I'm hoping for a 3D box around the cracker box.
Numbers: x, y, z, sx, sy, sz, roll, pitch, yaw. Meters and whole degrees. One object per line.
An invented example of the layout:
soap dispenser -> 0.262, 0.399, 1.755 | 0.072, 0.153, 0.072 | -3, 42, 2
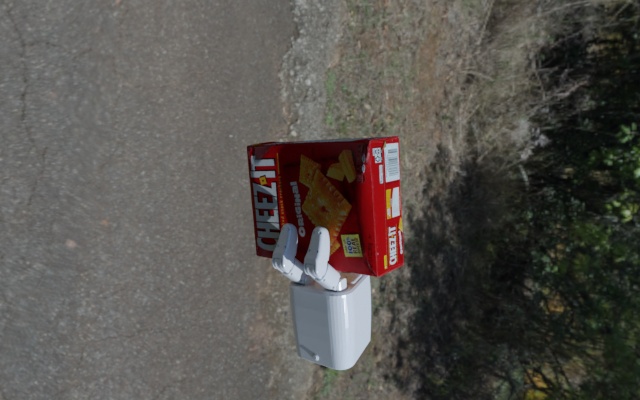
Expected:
cracker box -> 0.000, 0.002, 0.633 | 0.213, 0.164, 0.072 | 3, 11, 39
